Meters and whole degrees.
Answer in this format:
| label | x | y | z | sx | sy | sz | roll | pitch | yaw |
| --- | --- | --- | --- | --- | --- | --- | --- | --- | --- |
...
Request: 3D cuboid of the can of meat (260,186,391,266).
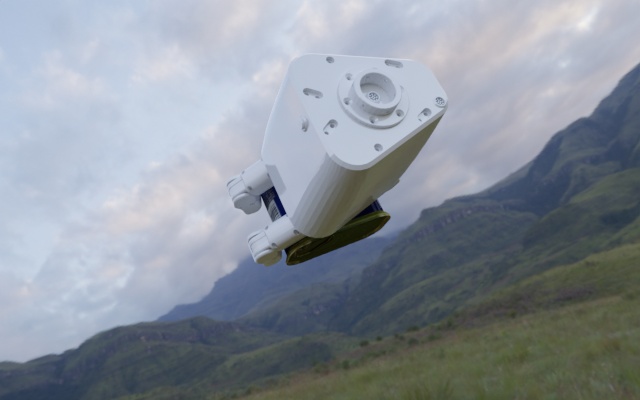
| label | x | y | z | sx | sy | sz | roll | pitch | yaw |
| --- | --- | --- | --- | --- | --- | --- | --- | --- | --- |
| can of meat | 0.000 | 0.001 | 0.446 | 0.102 | 0.084 | 0.057 | -19 | -19 | -20 |
